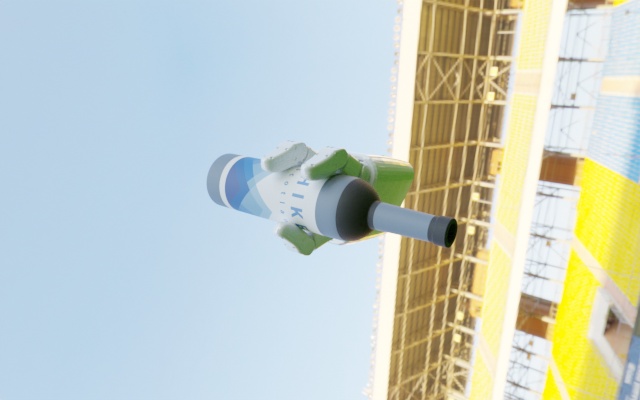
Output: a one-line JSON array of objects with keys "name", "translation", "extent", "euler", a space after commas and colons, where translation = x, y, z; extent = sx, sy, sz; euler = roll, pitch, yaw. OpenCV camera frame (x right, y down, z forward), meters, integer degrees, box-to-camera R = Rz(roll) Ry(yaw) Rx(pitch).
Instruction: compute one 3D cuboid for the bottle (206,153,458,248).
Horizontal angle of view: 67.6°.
[{"name": "bottle", "translation": [0.000, 0.002, 0.508], "extent": [0.295, 0.069, 0.069], "euler": [13, 8, 36]}]
